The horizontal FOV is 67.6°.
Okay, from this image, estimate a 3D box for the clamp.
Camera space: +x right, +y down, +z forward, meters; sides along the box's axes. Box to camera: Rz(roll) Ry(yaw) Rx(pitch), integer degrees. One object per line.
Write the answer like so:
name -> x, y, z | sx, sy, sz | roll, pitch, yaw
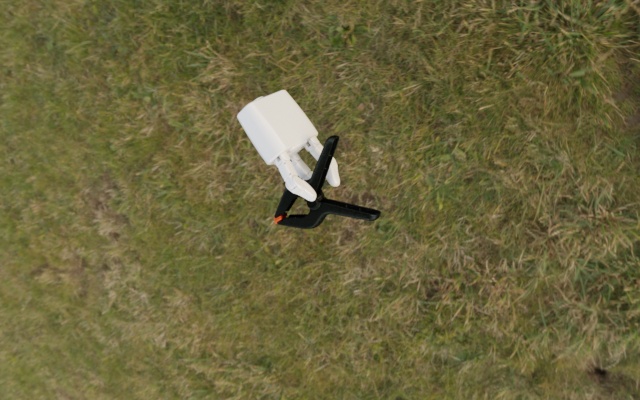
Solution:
clamp -> -0.001, 0.003, 0.874 | 0.210, 0.164, 0.036 | -36, -4, 33
